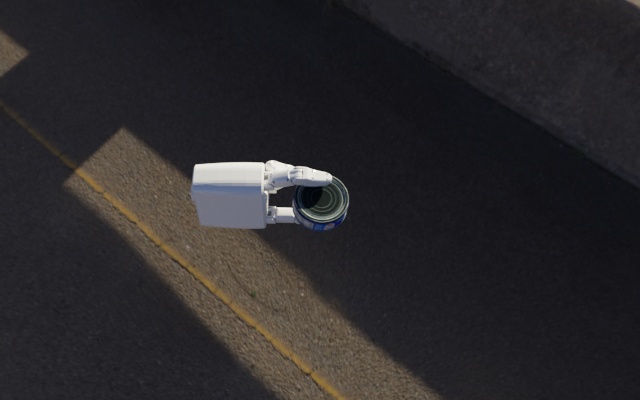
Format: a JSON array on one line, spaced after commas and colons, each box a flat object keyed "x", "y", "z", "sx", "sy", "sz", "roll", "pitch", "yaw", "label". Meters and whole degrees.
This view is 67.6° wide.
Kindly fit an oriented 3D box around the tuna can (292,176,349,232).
[{"x": 0.000, "y": 0.002, "z": 0.728, "sx": 0.086, "sy": 0.086, "sz": 0.034, "roll": 0, "pitch": -26, "yaw": -6, "label": "tuna can"}]
